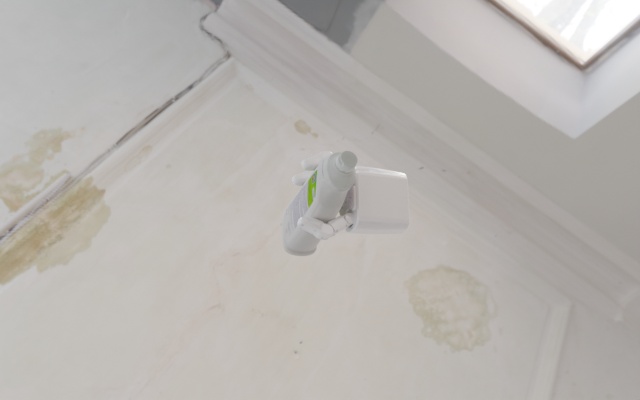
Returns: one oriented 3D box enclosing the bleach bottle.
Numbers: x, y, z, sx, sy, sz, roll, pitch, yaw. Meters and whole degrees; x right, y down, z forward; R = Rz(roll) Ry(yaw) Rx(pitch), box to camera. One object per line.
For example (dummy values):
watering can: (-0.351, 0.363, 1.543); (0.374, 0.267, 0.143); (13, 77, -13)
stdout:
bleach bottle: (0.000, 0.003, 0.818); (0.068, 0.102, 0.251); (6, -30, -21)
